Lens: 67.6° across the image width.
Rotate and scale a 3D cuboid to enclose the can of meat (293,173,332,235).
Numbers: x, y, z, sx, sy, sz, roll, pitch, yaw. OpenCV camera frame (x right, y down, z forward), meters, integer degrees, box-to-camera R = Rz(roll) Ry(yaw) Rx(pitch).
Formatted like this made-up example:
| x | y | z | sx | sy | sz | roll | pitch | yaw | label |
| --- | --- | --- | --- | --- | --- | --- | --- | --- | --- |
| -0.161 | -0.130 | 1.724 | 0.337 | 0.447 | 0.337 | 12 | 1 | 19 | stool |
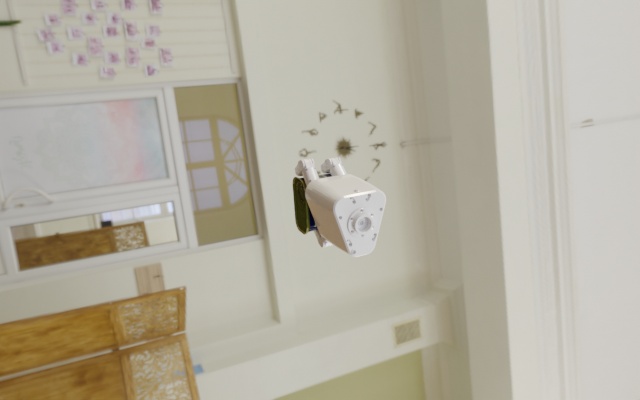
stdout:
| x | y | z | sx | sy | sz | roll | pitch | yaw | label |
| --- | --- | --- | --- | --- | --- | --- | --- | --- | --- |
| 0.000 | 0.003 | 0.867 | 0.084 | 0.102 | 0.057 | -10 | 17 | -22 | can of meat |
